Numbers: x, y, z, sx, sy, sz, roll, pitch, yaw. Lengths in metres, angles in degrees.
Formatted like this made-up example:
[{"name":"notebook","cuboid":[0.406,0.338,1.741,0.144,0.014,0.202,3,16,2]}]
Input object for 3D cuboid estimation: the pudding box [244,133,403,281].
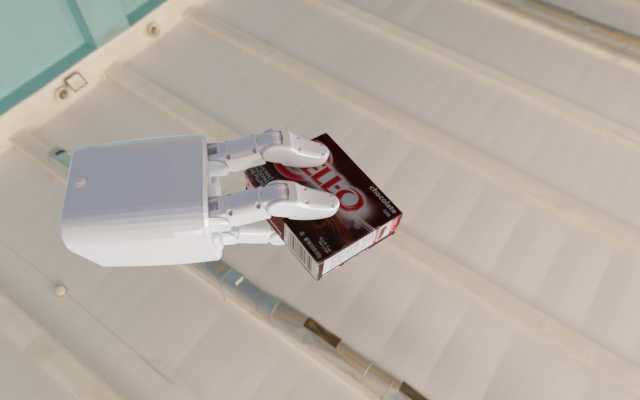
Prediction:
[{"name":"pudding box","cuboid":[0.000,0.001,0.416,0.090,0.113,0.039,-29,-26,-24]}]
